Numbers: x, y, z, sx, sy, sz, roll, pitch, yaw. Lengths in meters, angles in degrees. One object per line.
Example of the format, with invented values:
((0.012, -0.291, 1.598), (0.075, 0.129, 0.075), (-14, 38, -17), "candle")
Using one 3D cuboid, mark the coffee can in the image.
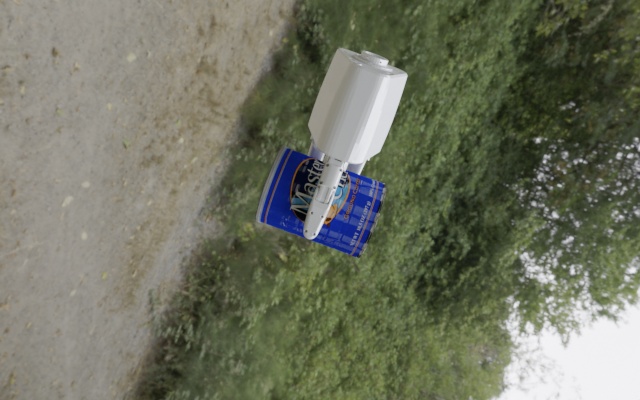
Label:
((0.000, 0.002, 0.611), (0.140, 0.103, 0.103), (20, 0, -1), "coffee can")
